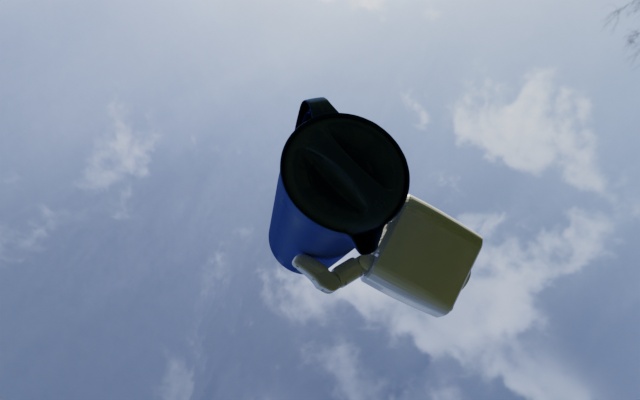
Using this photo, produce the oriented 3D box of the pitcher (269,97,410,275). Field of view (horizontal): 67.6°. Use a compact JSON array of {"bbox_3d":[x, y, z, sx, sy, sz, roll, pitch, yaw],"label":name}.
[{"bbox_3d":[0.000,0.002,0.579,0.145,0.149,0.243,28,-25,-1],"label":"pitcher"}]
